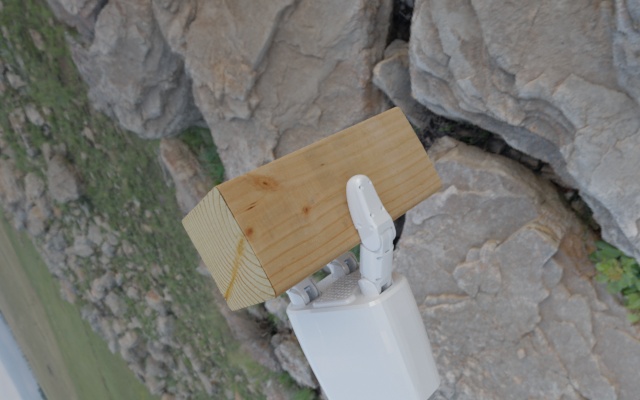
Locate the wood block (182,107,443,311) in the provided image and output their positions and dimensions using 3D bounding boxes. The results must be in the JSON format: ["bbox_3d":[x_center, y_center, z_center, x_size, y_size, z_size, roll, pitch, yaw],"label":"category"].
[{"bbox_3d":[0.000,0.002,0.422,0.206,0.090,0.091,-29,-1,-36],"label":"wood block"}]
